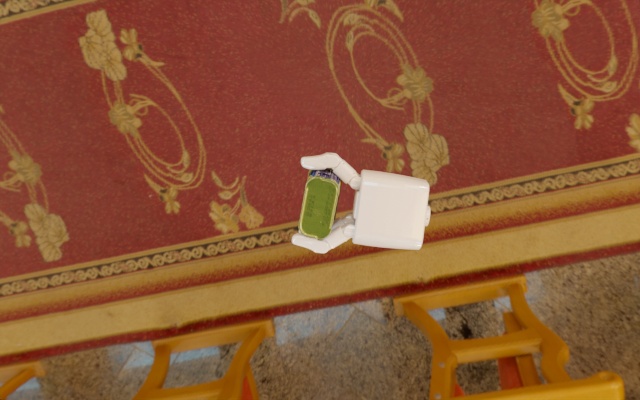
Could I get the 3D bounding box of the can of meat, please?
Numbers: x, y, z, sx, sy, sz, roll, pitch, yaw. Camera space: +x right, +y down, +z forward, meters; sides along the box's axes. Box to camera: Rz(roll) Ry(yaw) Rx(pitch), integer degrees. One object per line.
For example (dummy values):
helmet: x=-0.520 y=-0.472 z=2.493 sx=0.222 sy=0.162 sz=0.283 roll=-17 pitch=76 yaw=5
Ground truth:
can of meat: x=0.000 y=0.002 z=0.751 sx=0.057 sy=0.102 sz=0.084 roll=10 pitch=15 yaw=1
